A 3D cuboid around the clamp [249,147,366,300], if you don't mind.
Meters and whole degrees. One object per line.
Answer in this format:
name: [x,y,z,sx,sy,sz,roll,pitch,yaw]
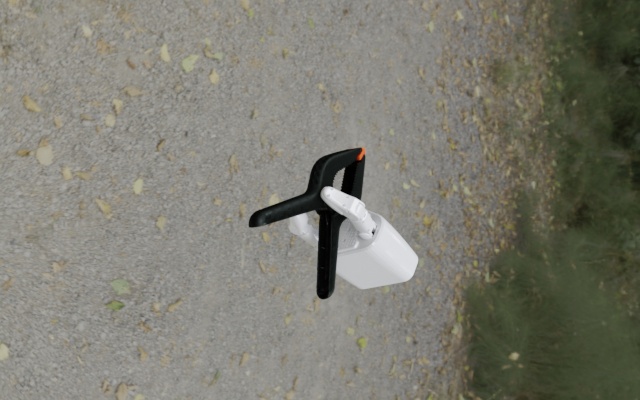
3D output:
clamp: [0.001,0.002,0.628,0.036,0.210,0.165,0,-34,44]
